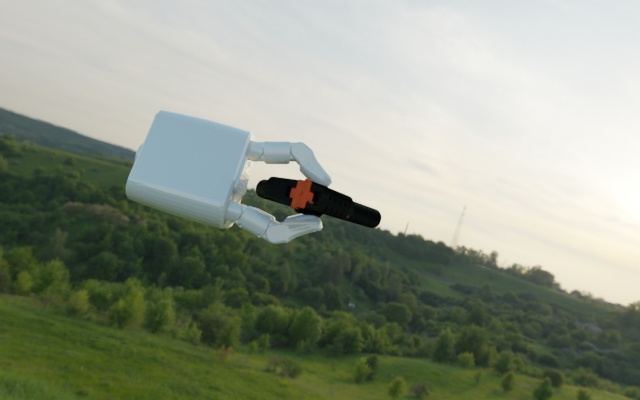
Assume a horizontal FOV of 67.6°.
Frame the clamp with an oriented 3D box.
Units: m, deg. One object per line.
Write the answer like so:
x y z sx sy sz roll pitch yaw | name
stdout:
0.000 0.001 0.527 0.164 0.036 0.210 14 -2 -2 | clamp
